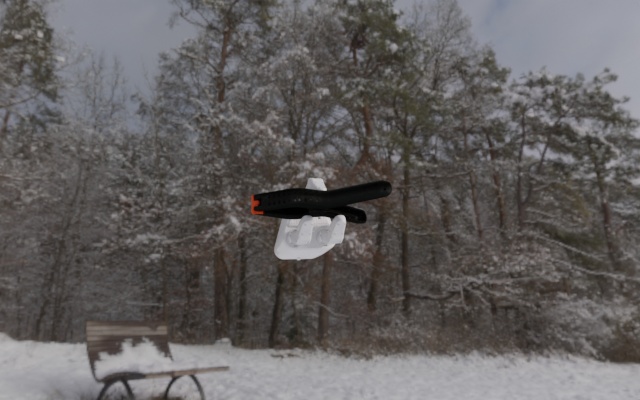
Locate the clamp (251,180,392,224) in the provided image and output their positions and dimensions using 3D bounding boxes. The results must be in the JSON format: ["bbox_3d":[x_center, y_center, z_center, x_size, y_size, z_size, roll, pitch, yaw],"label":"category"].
[{"bbox_3d":[-0.001,0.002,0.745,0.210,0.036,0.165,2,-20,-16],"label":"clamp"}]
